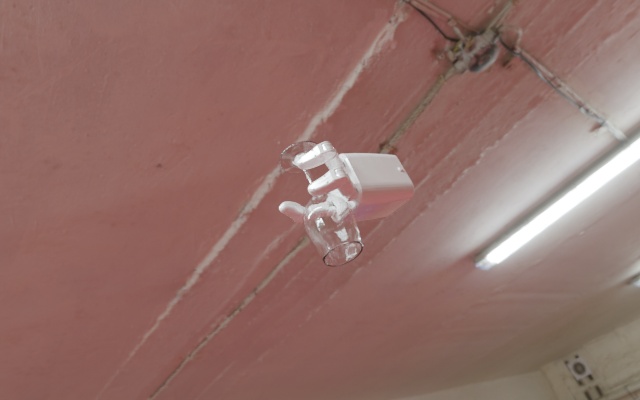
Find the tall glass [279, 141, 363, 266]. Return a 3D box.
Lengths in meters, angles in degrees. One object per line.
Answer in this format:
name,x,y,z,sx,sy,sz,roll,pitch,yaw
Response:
tall glass,0.000,0.002,0.744,0.079,0.201,0.079,-16,-35,-11
